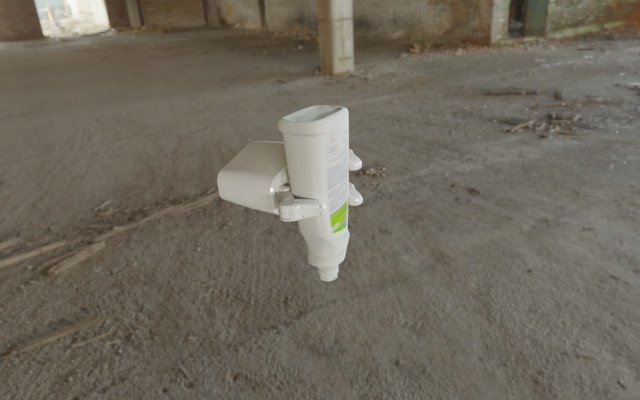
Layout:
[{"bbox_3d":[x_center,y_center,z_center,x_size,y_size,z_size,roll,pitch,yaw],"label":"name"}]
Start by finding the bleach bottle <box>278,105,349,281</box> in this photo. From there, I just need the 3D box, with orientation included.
[{"bbox_3d":[0.000,0.002,0.662,0.068,0.251,0.102,11,27,30],"label":"bleach bottle"}]
